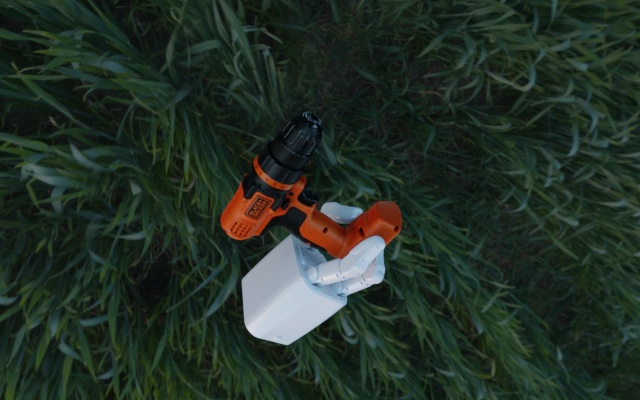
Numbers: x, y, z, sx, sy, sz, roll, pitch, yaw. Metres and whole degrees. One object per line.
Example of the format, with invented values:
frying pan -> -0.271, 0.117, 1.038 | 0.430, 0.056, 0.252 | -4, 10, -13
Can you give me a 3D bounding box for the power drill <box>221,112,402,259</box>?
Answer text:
power drill -> 0.000, 0.002, 0.560 | 0.188, 0.057, 0.184 | 26, -54, -21
